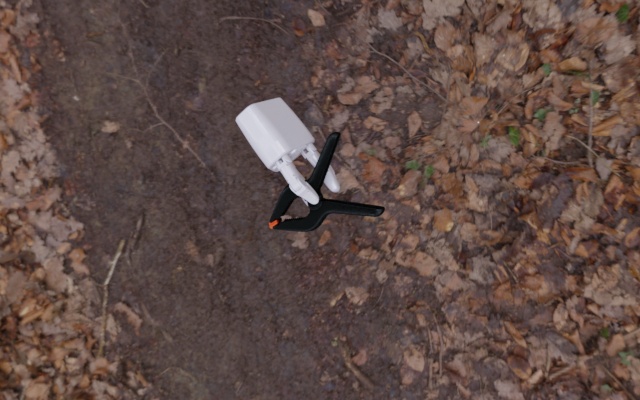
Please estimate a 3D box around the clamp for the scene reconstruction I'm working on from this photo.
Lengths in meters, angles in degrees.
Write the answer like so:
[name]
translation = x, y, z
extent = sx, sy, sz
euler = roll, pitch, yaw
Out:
[clamp]
translation = -0.001, 0.003, 0.855
extent = 0.210, 0.164, 0.036
euler = -38, -4, 20
